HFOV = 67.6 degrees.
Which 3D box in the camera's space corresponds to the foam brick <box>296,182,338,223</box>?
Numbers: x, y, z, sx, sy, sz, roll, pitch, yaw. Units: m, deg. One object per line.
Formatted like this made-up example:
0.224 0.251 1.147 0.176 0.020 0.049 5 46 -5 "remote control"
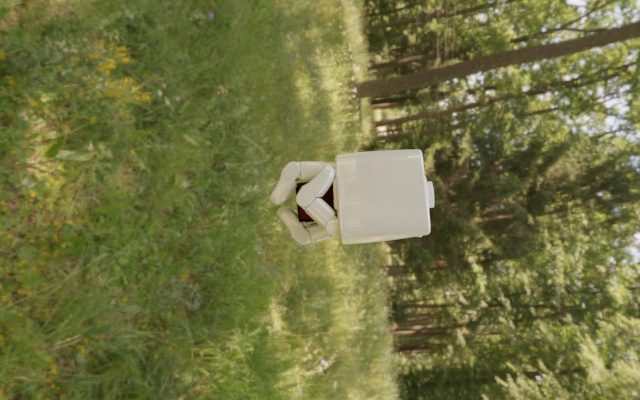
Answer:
0.000 0.002 0.644 0.051 0.053 0.078 -6 -2 8 "foam brick"
